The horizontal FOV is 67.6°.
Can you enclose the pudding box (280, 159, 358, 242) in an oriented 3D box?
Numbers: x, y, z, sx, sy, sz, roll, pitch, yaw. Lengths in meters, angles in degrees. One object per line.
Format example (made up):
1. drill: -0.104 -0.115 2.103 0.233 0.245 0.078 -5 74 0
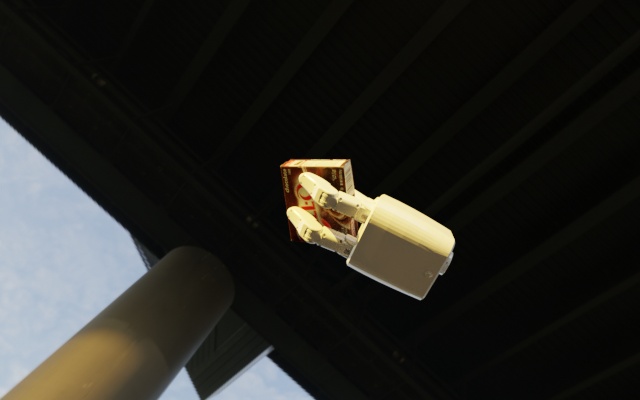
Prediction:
1. pudding box: 0.000 0.002 0.637 0.090 0.113 0.039 2 20 23
